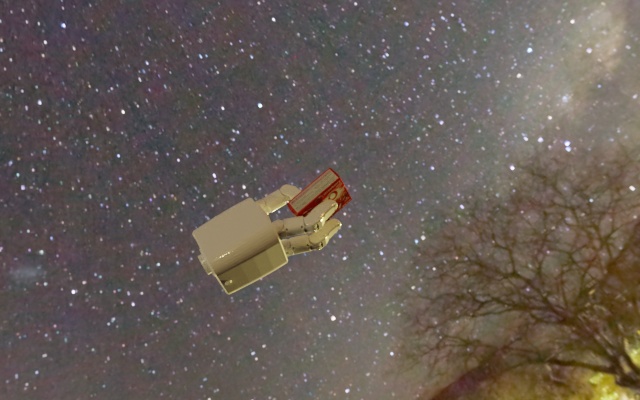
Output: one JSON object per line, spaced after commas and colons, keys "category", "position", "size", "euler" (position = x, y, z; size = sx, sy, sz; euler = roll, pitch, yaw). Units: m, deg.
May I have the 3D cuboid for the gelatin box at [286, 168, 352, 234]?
{"category": "gelatin box", "position": [0.000, 0.002, 0.737], "size": [0.030, 0.089, 0.073], "euler": [46, -5, 33]}
